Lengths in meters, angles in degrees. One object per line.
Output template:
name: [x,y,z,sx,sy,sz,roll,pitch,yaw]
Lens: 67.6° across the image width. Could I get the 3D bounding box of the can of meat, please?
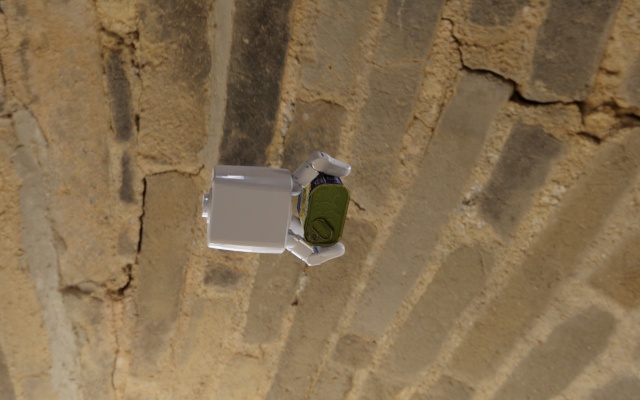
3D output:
can of meat: [0.000,0.002,0.701,0.057,0.102,0.084,2,29,-15]
